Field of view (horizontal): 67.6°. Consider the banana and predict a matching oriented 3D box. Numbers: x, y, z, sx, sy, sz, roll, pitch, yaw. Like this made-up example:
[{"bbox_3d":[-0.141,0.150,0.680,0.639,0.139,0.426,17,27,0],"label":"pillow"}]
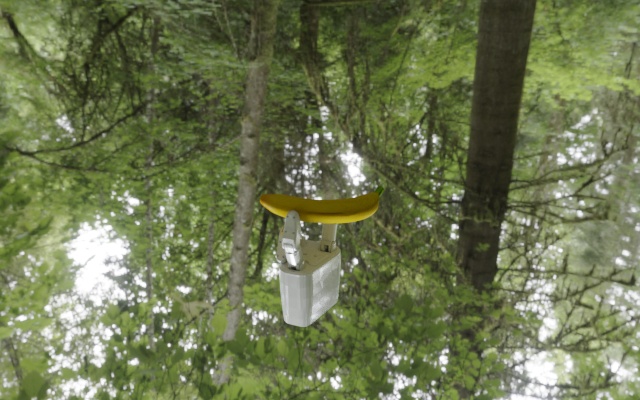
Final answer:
[{"bbox_3d":[0.005,0.010,0.735,0.198,0.037,0.069,-2,24,-5],"label":"banana"}]
